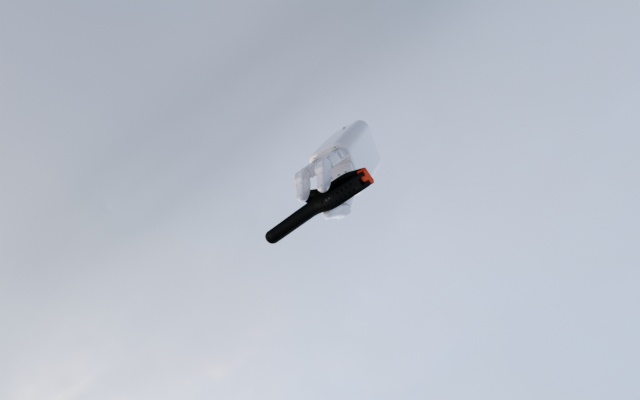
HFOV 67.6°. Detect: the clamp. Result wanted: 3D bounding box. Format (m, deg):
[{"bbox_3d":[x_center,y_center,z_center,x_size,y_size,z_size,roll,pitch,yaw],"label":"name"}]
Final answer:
[{"bbox_3d":[0.001,0.003,0.834,0.210,0.036,0.164,-24,18,42],"label":"clamp"}]
